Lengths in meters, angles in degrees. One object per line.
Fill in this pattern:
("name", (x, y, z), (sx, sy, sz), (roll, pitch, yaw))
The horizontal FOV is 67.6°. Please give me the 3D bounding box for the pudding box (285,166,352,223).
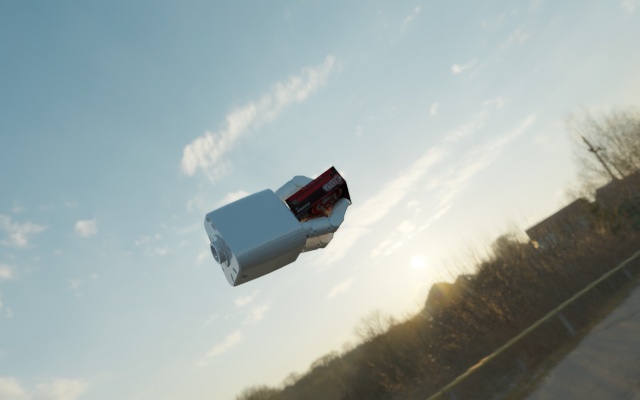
("pudding box", (0.000, 0.002, 0.737), (0.090, 0.039, 0.113), (-35, -17, -3))
